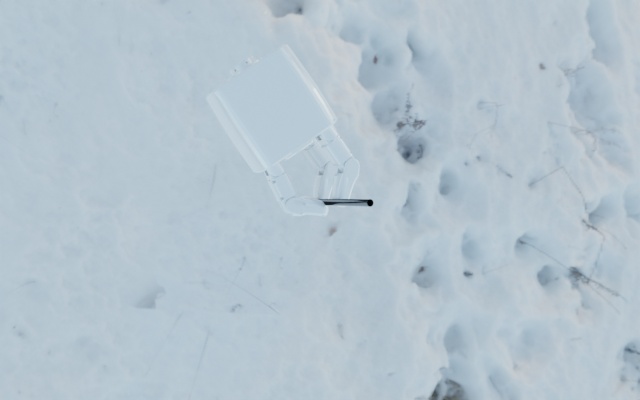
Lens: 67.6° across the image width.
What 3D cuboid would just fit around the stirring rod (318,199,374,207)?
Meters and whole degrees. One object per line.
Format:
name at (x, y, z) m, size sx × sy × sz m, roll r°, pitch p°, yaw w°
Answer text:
stirring rod at (0.000, 0.002, 0.606) m, size 0.011 × 0.011 × 0.239 m, roll 0°, pitch 0°, yaw -26°
